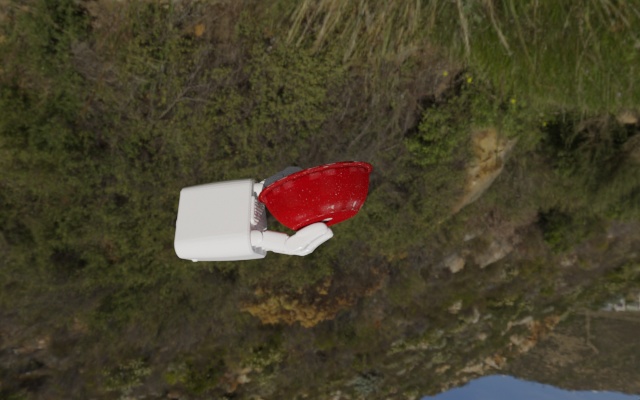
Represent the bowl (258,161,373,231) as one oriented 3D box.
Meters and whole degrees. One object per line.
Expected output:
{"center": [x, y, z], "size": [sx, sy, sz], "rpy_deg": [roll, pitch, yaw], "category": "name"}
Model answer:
{"center": [0.001, 0.002, 0.643], "size": [0.162, 0.055, 0.162], "rpy_deg": [-15, -13, -3], "category": "bowl"}
